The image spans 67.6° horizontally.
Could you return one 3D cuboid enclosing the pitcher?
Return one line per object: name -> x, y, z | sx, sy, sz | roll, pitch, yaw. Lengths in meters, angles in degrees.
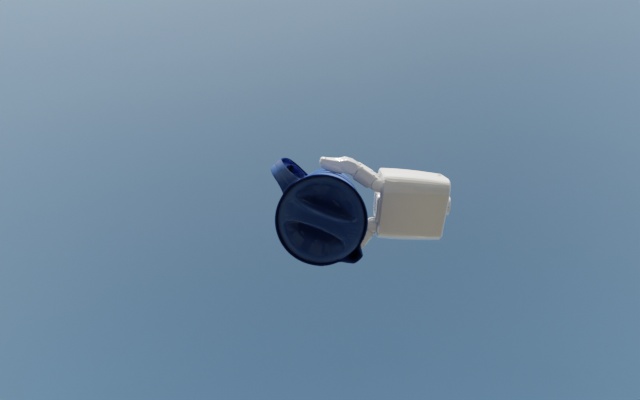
pitcher -> 0.000, 0.003, 0.788 | 0.145, 0.149, 0.243 | 2, 9, 2
